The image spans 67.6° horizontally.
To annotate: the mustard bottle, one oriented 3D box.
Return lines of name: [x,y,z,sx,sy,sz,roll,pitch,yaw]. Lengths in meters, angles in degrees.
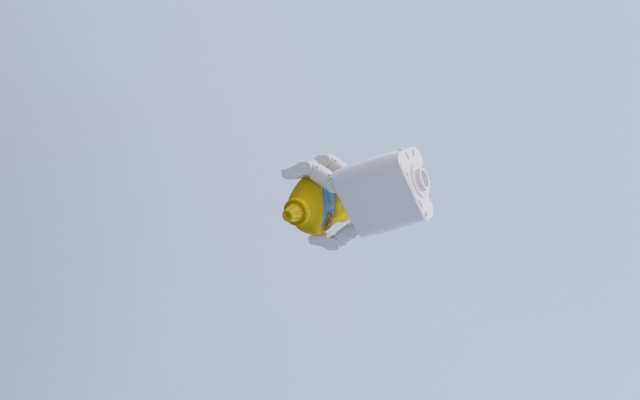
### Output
mustard bottle: [0.000,0.002,0.752,0.058,0.096,0.191,10,17,27]
